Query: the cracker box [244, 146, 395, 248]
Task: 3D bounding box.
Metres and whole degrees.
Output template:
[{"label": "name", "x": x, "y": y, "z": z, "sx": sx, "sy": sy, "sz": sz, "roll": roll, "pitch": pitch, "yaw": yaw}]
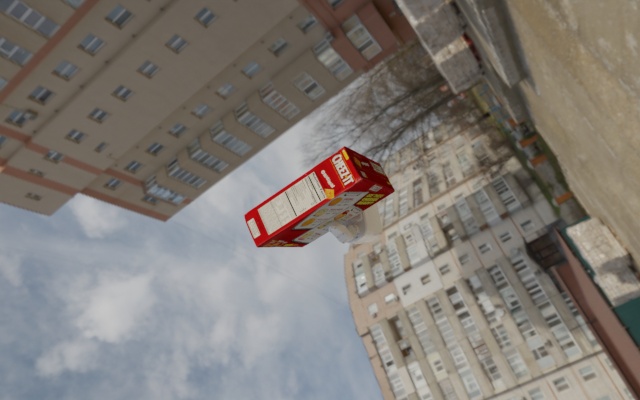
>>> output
[{"label": "cracker box", "x": 0.000, "y": 0.003, "z": 0.819, "sx": 0.214, "sy": 0.072, "sz": 0.164, "roll": -33, "pitch": -18, "yaw": 19}]
